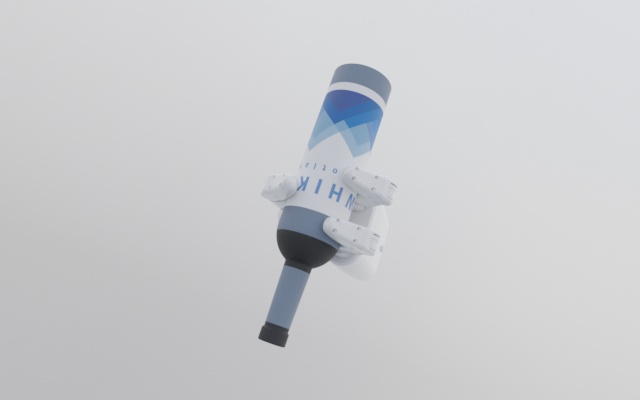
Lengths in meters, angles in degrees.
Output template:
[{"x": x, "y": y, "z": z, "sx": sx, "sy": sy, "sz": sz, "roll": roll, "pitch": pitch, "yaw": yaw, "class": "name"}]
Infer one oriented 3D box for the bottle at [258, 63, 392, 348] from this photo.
[{"x": 0.000, "y": 0.001, "z": 0.491, "sx": 0.069, "sy": 0.295, "sz": 0.069, "roll": 18, "pitch": -15, "yaw": 5, "class": "bottle"}]
